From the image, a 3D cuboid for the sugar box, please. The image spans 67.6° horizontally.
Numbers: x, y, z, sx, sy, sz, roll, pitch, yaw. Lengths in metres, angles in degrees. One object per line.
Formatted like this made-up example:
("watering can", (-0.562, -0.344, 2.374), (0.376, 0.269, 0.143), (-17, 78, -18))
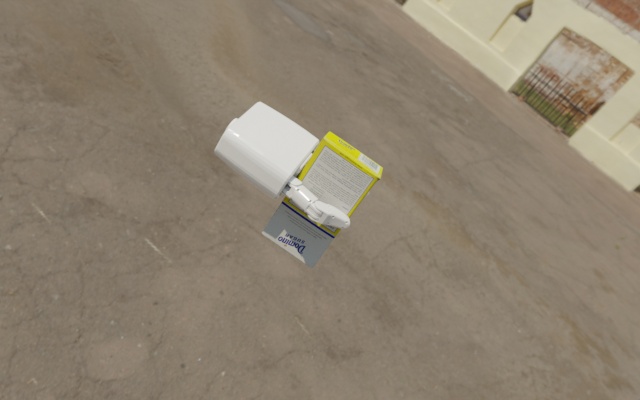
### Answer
("sugar box", (0.000, 0.002, 0.674), (0.093, 0.176, 0.048), (35, 27, -1))
